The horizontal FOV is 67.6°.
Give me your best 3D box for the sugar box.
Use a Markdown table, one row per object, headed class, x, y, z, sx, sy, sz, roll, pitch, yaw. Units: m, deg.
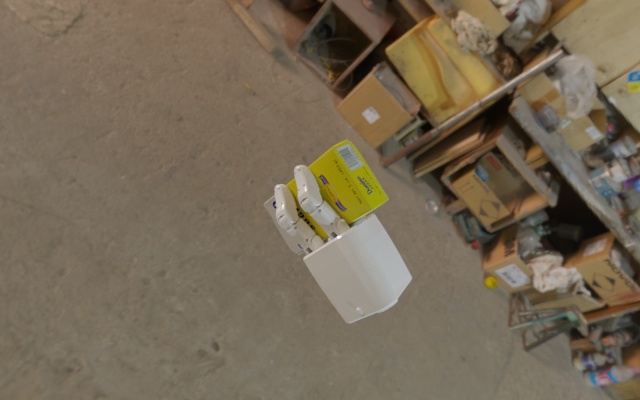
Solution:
| class | x | y | z | sx | sy | sz | roll | pitch | yaw |
| --- | --- | --- | --- | --- | --- | --- | --- | --- | --- |
| sugar box | 0.000 | 0.002 | 0.644 | 0.048 | 0.093 | 0.176 | -28 | -6 | -46 |
